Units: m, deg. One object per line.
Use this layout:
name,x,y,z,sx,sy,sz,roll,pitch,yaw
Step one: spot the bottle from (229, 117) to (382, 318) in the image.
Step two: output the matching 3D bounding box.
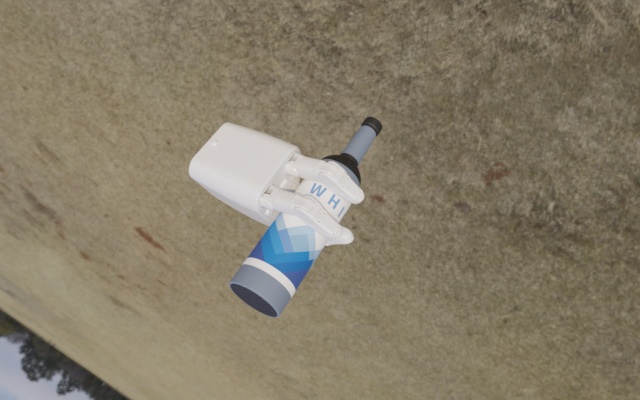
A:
bottle,0.000,0.002,0.591,0.069,0.295,0.069,26,-29,16
